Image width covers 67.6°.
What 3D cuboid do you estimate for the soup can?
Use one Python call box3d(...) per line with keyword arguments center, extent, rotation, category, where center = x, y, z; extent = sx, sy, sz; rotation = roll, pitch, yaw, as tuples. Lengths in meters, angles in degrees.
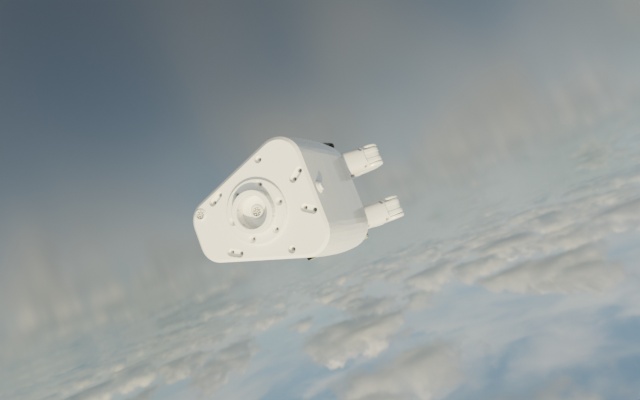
box3d(center=(0.000, 0.002, 0.484), extent=(0.068, 0.102, 0.068), rotation=(-21, -7, -3), category="soup can")
